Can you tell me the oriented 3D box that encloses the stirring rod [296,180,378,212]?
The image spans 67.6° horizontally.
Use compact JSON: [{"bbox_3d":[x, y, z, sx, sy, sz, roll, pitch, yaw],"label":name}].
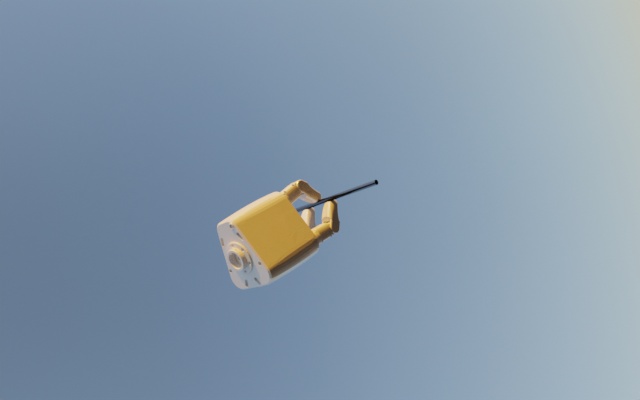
[{"bbox_3d":[0.000,0.003,0.782,0.011,0.011,0.239,0,-14,-45],"label":"stirring rod"}]
